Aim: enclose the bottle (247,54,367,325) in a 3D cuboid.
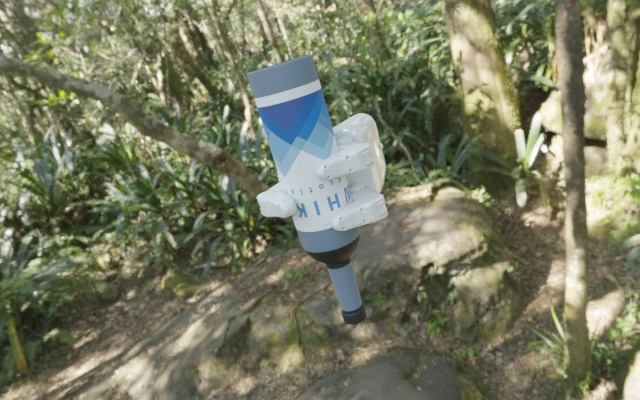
[{"bbox_3d":[0.000,0.001,0.508,0.069,0.296,0.069,-15,18,5],"label":"bottle"}]
